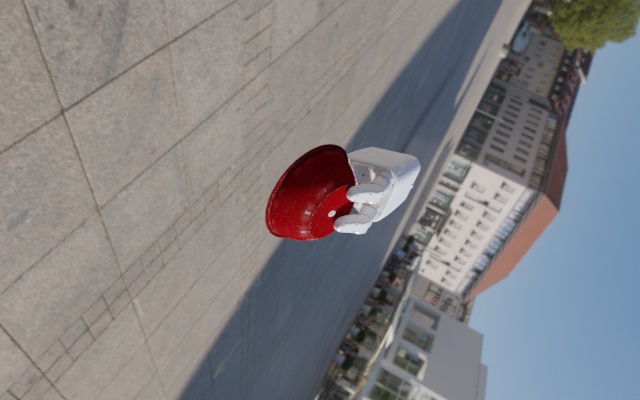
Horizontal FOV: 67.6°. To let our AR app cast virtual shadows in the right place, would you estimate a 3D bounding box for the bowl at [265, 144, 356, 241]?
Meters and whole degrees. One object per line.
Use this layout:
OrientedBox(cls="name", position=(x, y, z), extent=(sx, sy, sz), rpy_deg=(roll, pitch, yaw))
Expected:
OrientedBox(cls="bowl", position=(-0.001, 0.003, 0.682), extent=(0.055, 0.162, 0.162), rpy_deg=(40, 22, 29))
